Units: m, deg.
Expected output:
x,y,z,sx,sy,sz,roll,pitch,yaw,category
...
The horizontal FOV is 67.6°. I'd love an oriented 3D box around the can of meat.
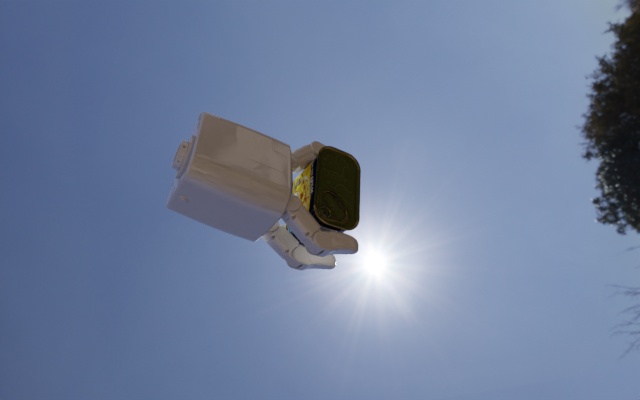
x,y,z,sx,sy,sz,roll,pitch,yaw,category
0.000,0.002,0.561,0.057,0.102,0.084,19,-34,-24,can of meat
